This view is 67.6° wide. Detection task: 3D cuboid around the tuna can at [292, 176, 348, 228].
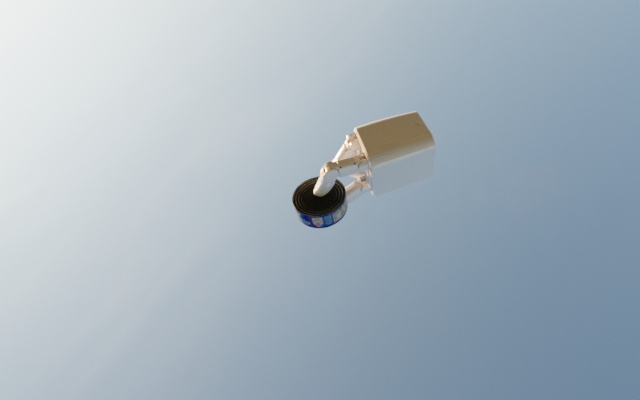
[{"bbox_3d":[0.000,0.003,0.762,0.086,0.086,0.034,0,-42,13],"label":"tuna can"}]
